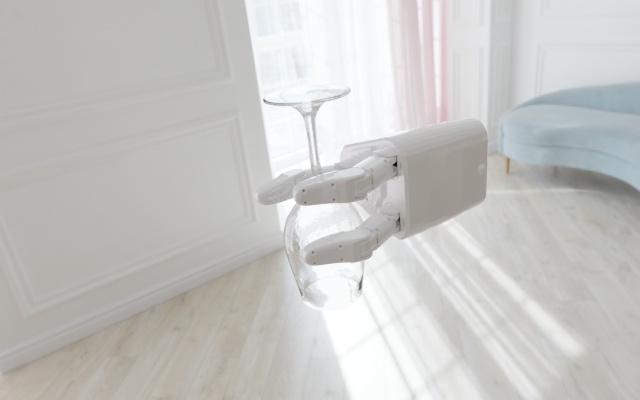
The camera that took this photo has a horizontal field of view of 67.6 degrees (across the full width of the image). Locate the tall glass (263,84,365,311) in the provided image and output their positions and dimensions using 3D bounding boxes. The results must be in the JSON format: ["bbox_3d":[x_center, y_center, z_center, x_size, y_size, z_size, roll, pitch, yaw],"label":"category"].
[{"bbox_3d":[0.000,0.001,0.437,0.079,0.201,0.079,-6,23,2],"label":"tall glass"}]
